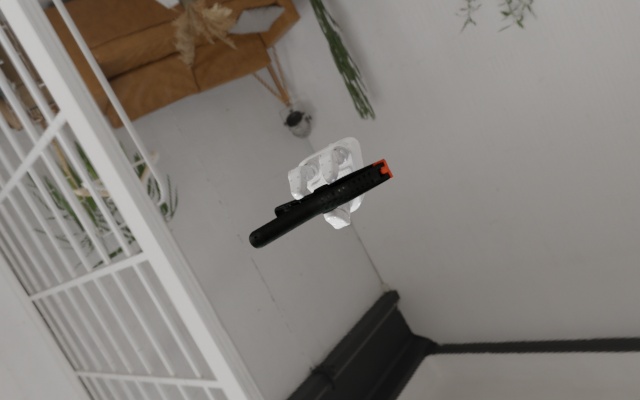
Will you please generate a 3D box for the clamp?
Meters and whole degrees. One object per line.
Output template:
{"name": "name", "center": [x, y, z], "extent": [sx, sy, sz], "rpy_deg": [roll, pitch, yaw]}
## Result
{"name": "clamp", "center": [0.001, 0.003, 0.675], "extent": [0.210, 0.036, 0.164], "rpy_deg": [-25, 9, 19]}
